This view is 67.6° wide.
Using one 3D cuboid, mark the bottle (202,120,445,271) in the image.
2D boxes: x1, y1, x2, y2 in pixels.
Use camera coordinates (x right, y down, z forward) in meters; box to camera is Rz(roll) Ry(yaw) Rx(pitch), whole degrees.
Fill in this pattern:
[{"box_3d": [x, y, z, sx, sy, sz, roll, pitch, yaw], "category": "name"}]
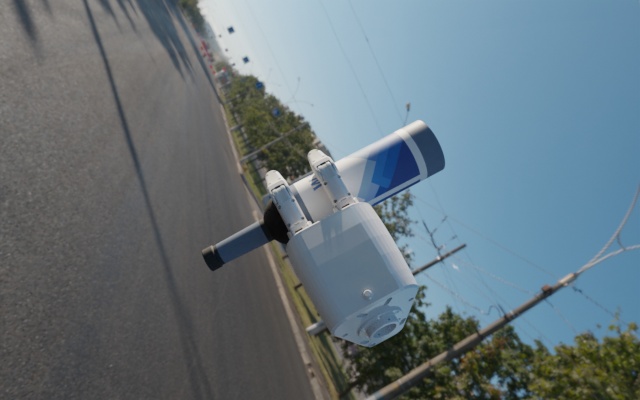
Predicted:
[{"box_3d": [0.000, 0.002, 0.558, 0.295, 0.069, 0.069, -27, 2, -4], "category": "bottle"}]
